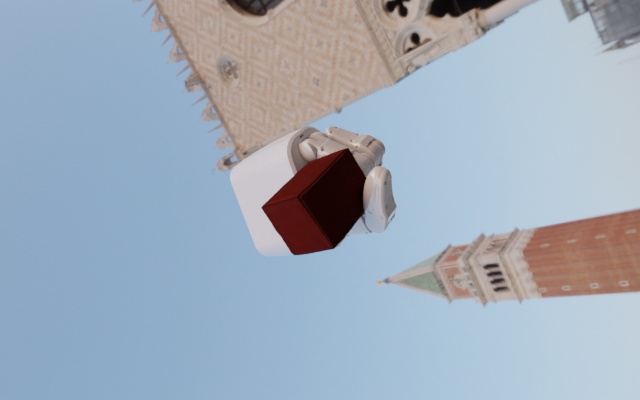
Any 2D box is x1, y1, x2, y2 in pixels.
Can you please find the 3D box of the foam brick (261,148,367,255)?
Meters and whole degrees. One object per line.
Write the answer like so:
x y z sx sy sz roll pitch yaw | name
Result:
0.000 0.001 0.402 0.051 0.053 0.078 -15 23 44 | foam brick
